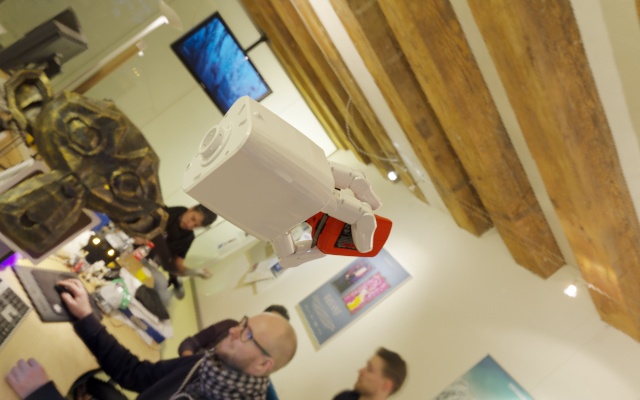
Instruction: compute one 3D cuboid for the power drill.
[{"bbox_3d":[0.000,0.002,0.606,0.184,0.057,0.187,9,20,-44],"label":"power drill"}]
